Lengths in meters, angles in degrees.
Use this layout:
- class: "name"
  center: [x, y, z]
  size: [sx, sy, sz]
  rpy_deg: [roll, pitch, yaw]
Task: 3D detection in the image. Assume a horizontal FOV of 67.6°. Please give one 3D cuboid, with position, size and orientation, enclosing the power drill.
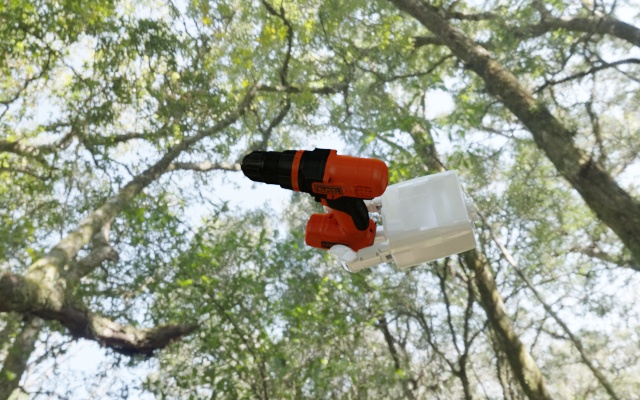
- class: "power drill"
  center: [0.000, 0.002, 0.635]
  size: [0.184, 0.057, 0.188]
  rpy_deg: [8, -29, 15]
